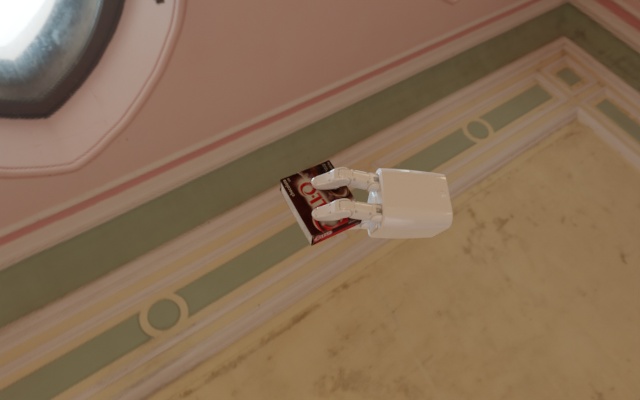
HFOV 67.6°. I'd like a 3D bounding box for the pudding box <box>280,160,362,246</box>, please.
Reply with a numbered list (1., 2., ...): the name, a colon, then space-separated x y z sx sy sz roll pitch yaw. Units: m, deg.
1. pudding box: 0.000 0.002 0.738 0.090 0.113 0.039 -23 -27 -19
